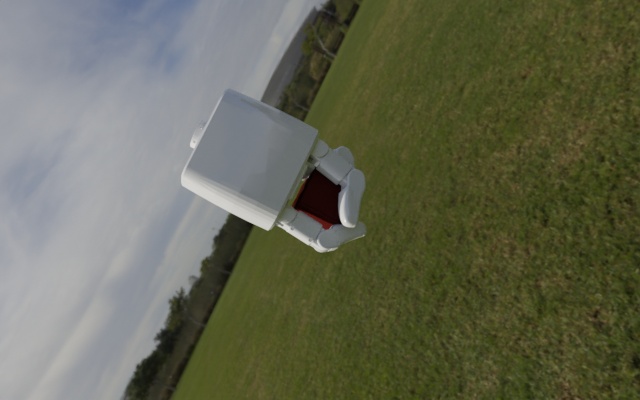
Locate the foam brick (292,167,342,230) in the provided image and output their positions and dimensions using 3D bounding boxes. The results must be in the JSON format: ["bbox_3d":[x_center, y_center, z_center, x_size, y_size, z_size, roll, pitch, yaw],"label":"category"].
[{"bbox_3d":[0.000,0.002,0.542,0.051,0.053,0.078,27,-22,-7],"label":"foam brick"}]
